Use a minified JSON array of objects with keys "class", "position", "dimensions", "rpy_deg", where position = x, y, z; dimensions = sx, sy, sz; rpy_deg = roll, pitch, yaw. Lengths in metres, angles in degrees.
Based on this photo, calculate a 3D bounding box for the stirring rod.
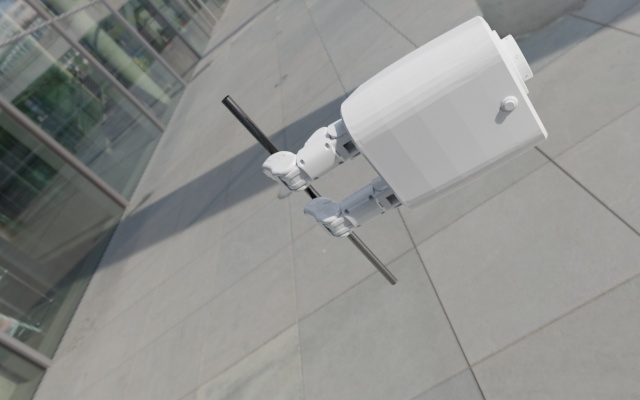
[{"class":"stirring rod","position":[0.000,0.001,0.418],"dimensions":[0.240,0.011,0.011],"rpy_deg":[47,-26,-27]}]
